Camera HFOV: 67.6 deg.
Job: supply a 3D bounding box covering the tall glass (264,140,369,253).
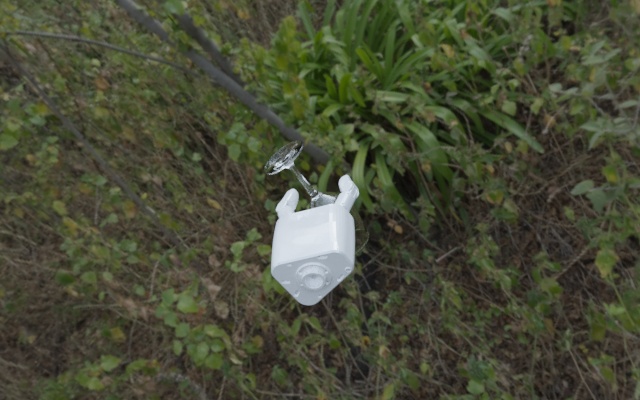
[{"bbox_3d":[0.000,0.002,0.770,0.079,0.079,0.201,0,-43,52],"label":"tall glass"}]
